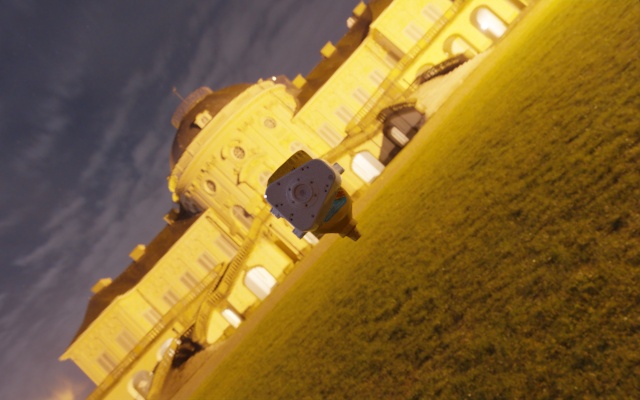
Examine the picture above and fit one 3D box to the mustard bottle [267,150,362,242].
[{"bbox_3d":[0.000,0.003,0.869,0.096,0.191,0.058,-45,-5,-21],"label":"mustard bottle"}]
